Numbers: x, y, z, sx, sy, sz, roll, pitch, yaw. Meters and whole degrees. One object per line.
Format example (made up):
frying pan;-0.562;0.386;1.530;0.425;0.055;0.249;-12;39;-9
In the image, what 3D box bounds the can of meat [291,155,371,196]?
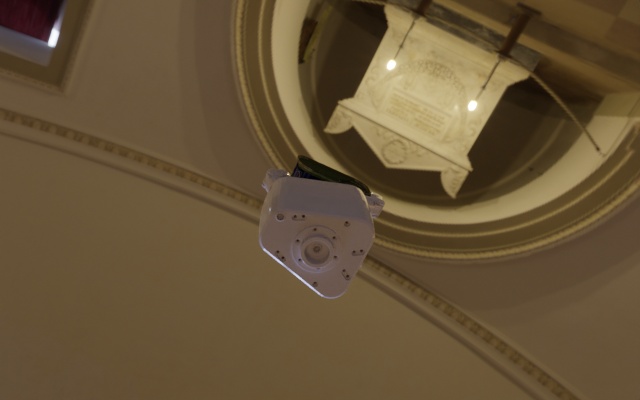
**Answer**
can of meat;0.000;0.002;0.616;0.102;0.084;0.057;23;15;-13
